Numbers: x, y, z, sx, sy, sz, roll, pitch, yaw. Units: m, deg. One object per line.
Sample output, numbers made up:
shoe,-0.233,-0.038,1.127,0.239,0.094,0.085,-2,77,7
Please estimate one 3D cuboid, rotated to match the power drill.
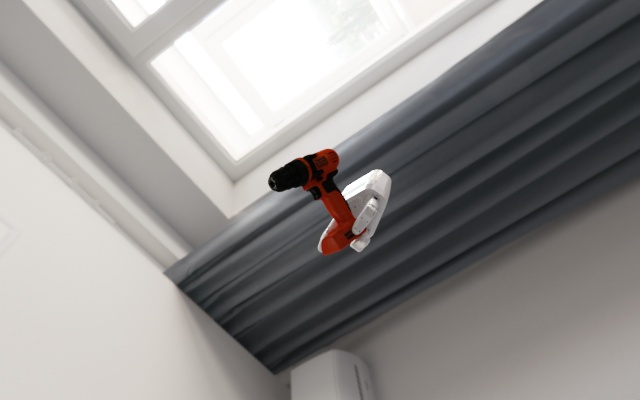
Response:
power drill,0.000,0.003,0.896,0.057,0.187,0.184,-22,5,44
